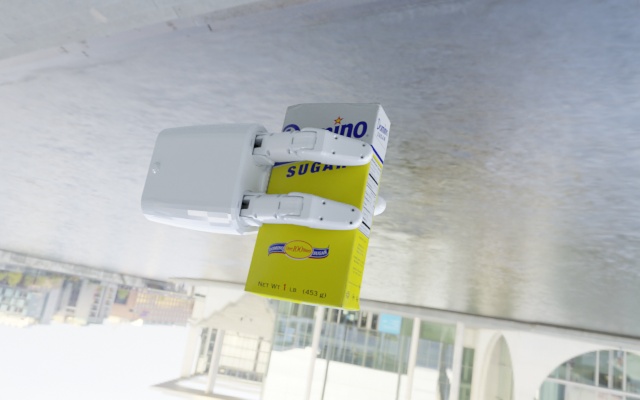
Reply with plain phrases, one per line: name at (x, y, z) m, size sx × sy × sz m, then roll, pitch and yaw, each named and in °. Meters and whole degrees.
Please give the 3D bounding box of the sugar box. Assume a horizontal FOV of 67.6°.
sugar box at (0.000, 0.001, 0.417) m, size 0.093 × 0.176 × 0.048 m, roll 4°, pitch -14°, yaw 24°
